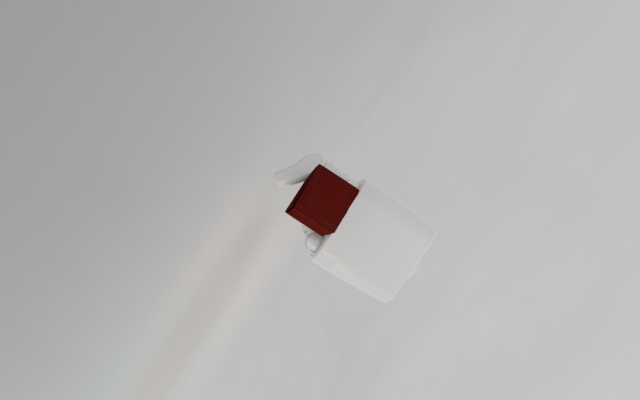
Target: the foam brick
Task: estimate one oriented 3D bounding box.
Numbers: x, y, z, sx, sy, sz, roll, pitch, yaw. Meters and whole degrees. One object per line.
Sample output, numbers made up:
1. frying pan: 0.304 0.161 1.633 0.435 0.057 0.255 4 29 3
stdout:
1. foam brick: 0.000 0.002 0.509 0.051 0.053 0.078 33 -10 -4
